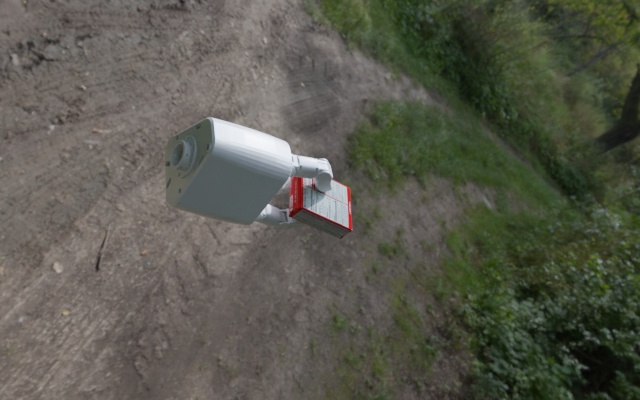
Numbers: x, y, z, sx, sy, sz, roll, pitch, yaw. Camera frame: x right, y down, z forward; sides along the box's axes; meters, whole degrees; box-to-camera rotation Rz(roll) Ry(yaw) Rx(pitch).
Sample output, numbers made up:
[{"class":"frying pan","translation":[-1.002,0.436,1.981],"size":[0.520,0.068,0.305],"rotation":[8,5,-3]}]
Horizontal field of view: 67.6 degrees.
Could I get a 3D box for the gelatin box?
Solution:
[{"class":"gelatin box","translation":[0.001,0.002,0.642],"size":[0.089,0.073,0.030],"rotation":[24,-43,-30]}]
